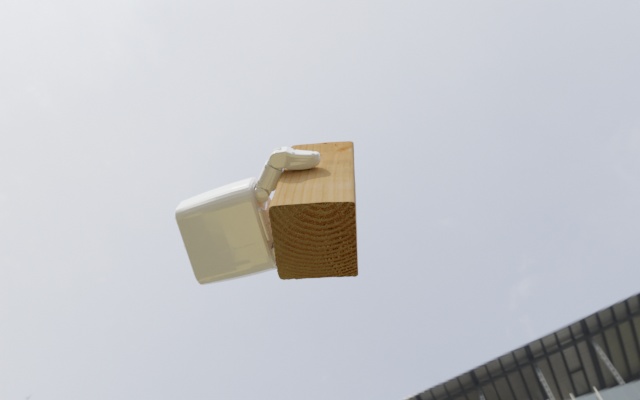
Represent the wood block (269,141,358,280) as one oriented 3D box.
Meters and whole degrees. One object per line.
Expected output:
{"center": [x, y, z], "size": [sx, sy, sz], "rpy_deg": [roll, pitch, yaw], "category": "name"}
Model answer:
{"center": [0.000, 0.002, 0.589], "size": [0.090, 0.091, 0.206], "rpy_deg": [-3, 24, 5], "category": "wood block"}
